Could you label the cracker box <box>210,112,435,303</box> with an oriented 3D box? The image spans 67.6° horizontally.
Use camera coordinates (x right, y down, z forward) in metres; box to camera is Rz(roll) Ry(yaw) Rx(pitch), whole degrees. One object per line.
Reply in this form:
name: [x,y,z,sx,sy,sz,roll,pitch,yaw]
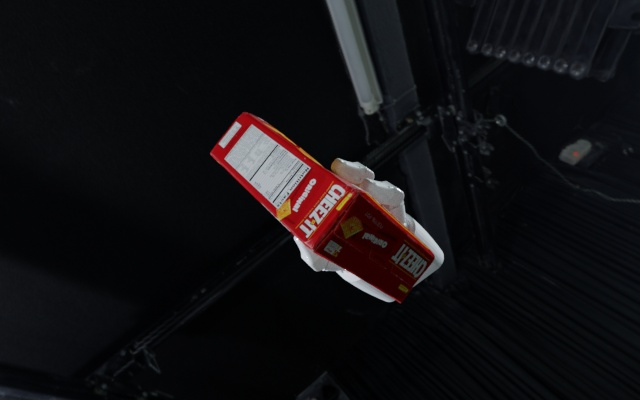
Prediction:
cracker box: [0.000,0.002,0.515,0.164,0.072,0.213,36,2,-45]
